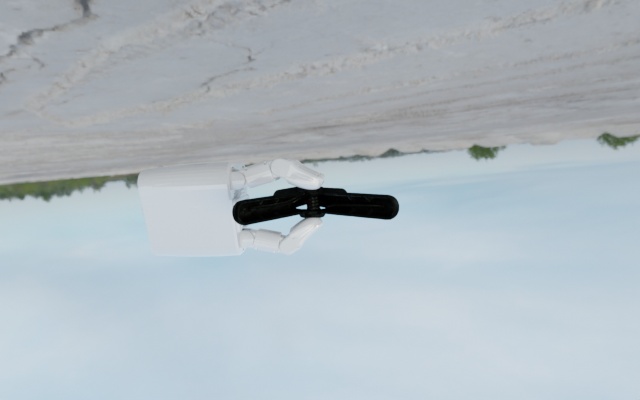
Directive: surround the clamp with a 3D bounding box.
[{"bbox_3d":[0.000,0.003,0.556,0.164,0.036,0.210,0,5,3],"label":"clamp"}]
